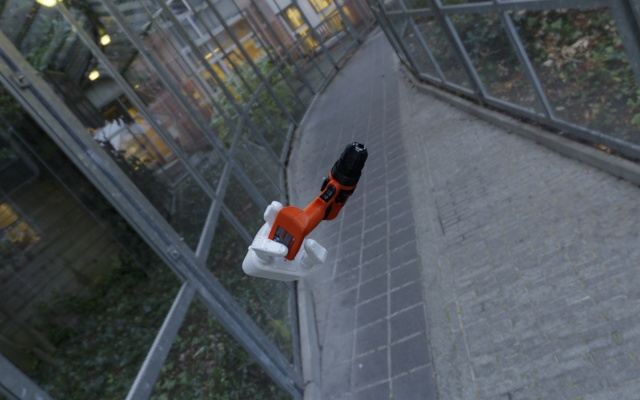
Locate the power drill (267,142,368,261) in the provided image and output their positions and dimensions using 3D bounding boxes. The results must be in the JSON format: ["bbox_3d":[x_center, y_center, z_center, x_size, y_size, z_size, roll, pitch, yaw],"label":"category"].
[{"bbox_3d":[0.000,0.003,0.794,0.057,0.185,0.187,38,47,13],"label":"power drill"}]
